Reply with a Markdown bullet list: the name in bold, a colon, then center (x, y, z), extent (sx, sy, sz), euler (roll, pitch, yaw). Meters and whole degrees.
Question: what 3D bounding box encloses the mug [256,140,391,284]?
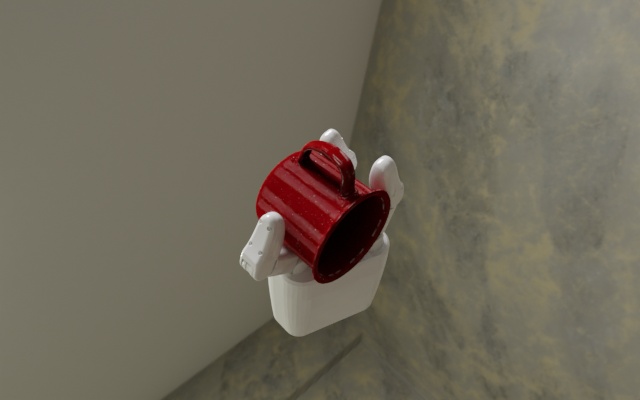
- **mug**: center (0.000, 0.000, 0.400), extent (0.093, 0.117, 0.081), euler (-34, 57, -32)
